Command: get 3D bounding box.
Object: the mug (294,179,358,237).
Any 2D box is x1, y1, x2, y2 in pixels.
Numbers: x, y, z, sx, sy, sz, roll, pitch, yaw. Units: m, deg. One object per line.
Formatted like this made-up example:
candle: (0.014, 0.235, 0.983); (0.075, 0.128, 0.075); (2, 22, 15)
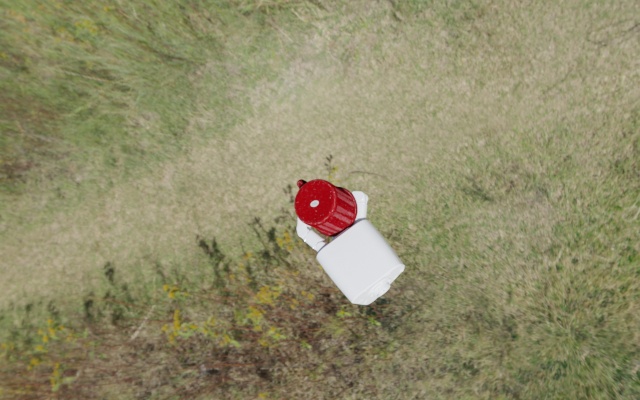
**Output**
mug: (-0.001, 0.002, 0.834); (0.117, 0.093, 0.081); (49, 10, 27)
